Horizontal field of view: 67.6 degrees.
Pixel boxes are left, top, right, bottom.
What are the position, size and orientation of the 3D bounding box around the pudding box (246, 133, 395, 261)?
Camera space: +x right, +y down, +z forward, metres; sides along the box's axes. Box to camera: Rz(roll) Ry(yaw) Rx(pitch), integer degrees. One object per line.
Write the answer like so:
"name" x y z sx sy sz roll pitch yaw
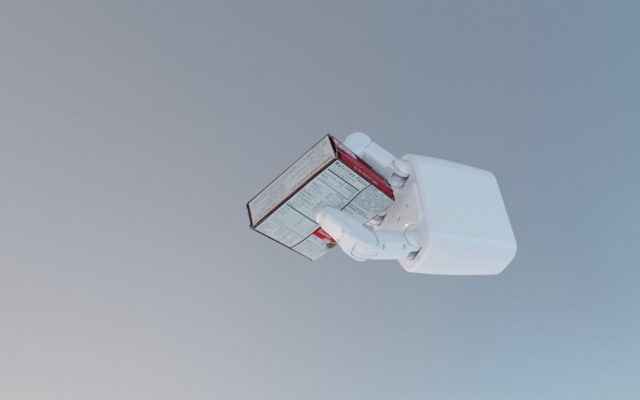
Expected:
"pudding box" 0.000 0.002 0.454 0.113 0.039 0.090 -40 -49 20
